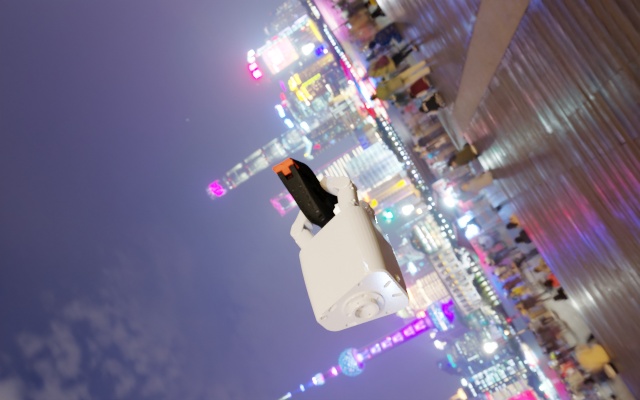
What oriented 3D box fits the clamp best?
[{"bbox_3d":[-0.001,0.002,0.680,0.036,0.164,0.210,-29,-50,13],"label":"clamp"}]
